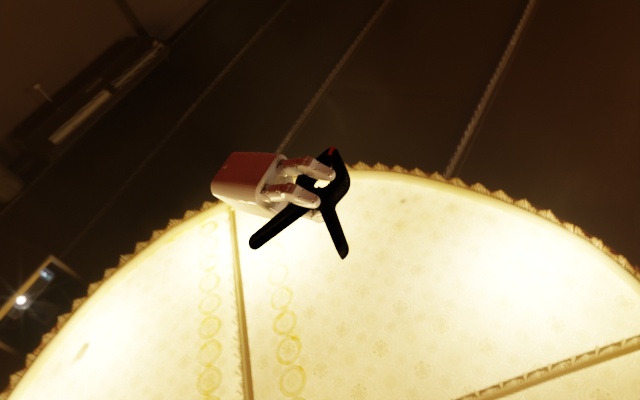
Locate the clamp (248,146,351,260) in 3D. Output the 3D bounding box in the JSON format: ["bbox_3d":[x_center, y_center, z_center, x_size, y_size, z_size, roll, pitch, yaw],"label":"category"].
[{"bbox_3d":[0.000,0.002,0.737,0.164,0.210,0.036,10,-34,31],"label":"clamp"}]
